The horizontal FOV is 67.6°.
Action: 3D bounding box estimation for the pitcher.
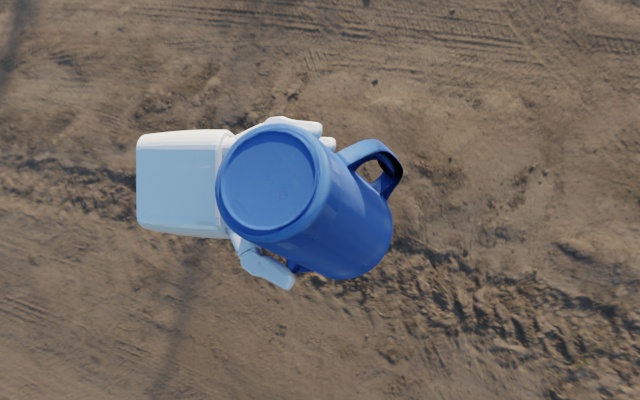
[{"bbox_3d":[0.000,0.002,0.508,0.145,0.149,0.243,3,-12,19],"label":"pitcher"}]
